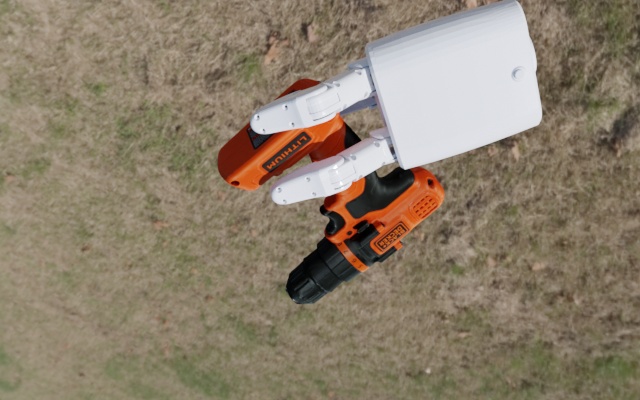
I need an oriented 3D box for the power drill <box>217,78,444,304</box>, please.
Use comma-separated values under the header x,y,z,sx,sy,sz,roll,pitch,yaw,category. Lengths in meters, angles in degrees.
x,y,z,sx,sy,sz,roll,pitch,yaw,category
0.000,0.001,0.424,0.188,0.184,0.057,42,10,-39,power drill
